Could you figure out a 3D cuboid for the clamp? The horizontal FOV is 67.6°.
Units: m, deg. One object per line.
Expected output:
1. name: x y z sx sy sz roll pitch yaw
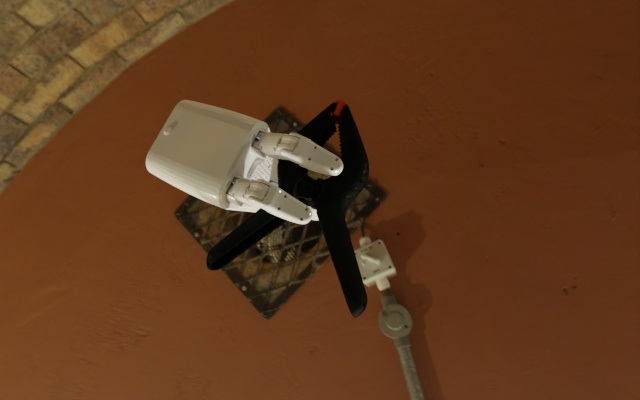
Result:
1. clamp: 0.000 0.001 0.469 0.164 0.210 0.036 21 -13 20
